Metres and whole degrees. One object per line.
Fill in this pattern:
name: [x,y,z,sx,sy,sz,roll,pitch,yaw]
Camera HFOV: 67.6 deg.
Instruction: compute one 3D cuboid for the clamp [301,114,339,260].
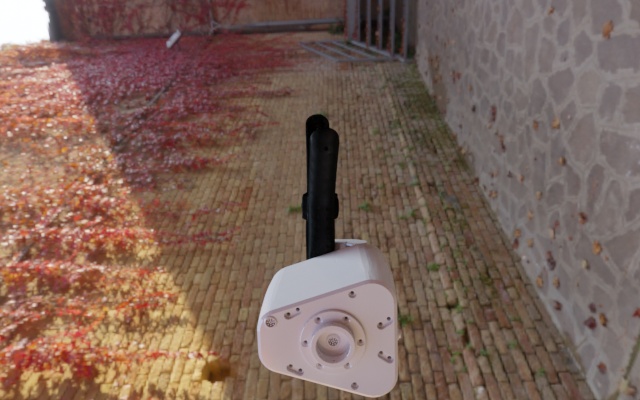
clamp: [-0.001,0.002,0.459,0.039,0.171,0.120,-2,8,2]
